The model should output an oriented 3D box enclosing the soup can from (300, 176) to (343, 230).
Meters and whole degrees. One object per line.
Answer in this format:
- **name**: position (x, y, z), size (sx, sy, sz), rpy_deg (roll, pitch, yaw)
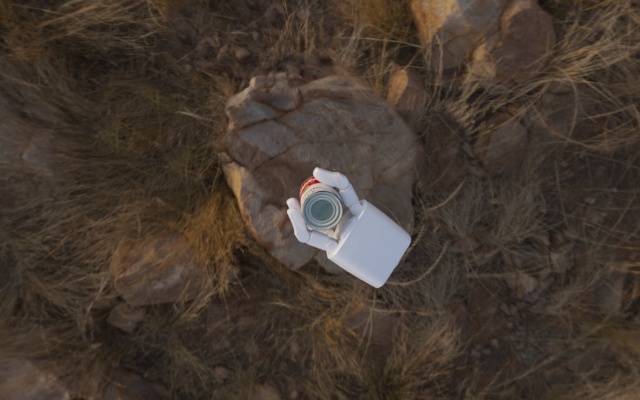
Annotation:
- **soup can**: position (0.000, 0.002, 0.800), size (0.068, 0.068, 0.102), rpy_deg (0, 17, -4)
